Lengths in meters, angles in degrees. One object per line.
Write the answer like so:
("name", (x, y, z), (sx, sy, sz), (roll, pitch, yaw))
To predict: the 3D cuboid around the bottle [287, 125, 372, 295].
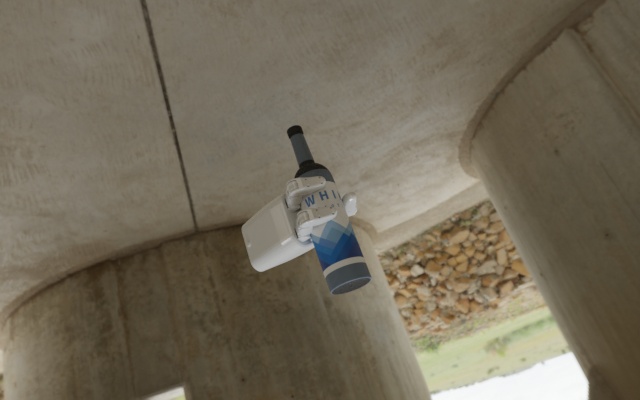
("bottle", (0.000, 0.003, 0.775), (0.069, 0.295, 0.069), (-17, -24, -8))
